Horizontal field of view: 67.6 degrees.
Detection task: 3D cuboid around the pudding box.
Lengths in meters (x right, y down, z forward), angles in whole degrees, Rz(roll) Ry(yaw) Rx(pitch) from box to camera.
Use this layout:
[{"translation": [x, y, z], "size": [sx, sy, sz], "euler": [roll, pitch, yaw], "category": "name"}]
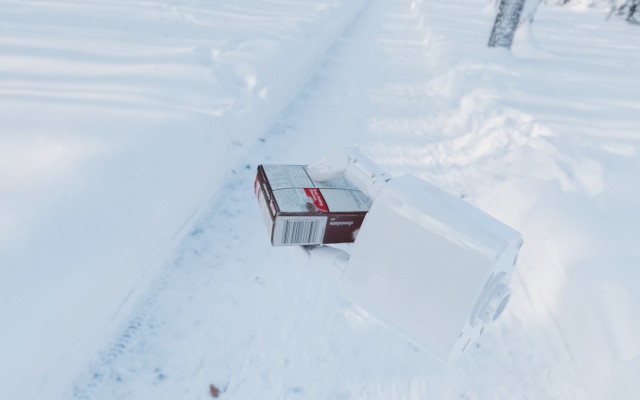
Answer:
[{"translation": [0.000, 0.001, 0.459], "size": [0.113, 0.039, 0.090], "euler": [1, 32, -20], "category": "pudding box"}]
